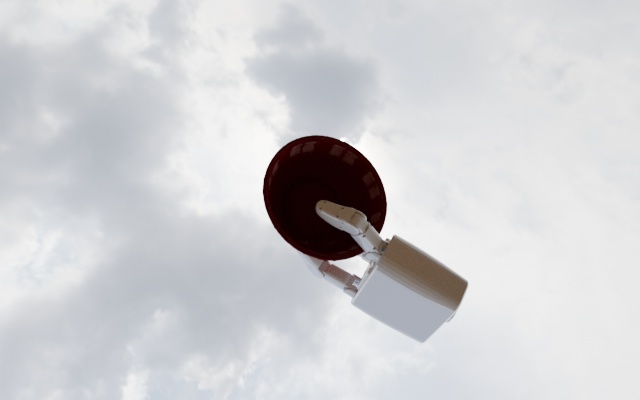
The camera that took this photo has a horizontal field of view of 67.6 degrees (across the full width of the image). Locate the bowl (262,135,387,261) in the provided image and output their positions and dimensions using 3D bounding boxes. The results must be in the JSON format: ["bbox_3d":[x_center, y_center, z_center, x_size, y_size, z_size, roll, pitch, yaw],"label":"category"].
[{"bbox_3d":[-0.001,0.001,0.600,0.162,0.162,0.055,0,-19,-22],"label":"bowl"}]
